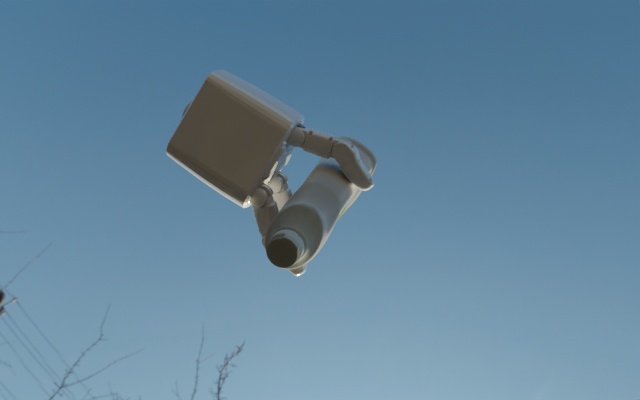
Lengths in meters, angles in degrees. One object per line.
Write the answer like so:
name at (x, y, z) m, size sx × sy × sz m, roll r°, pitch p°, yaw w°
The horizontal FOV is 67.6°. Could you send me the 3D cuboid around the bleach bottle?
bleach bottle at (0.000, 0.002, 0.519) m, size 0.068 × 0.102 × 0.250 m, roll 33°, pitch 21°, yaw 2°
